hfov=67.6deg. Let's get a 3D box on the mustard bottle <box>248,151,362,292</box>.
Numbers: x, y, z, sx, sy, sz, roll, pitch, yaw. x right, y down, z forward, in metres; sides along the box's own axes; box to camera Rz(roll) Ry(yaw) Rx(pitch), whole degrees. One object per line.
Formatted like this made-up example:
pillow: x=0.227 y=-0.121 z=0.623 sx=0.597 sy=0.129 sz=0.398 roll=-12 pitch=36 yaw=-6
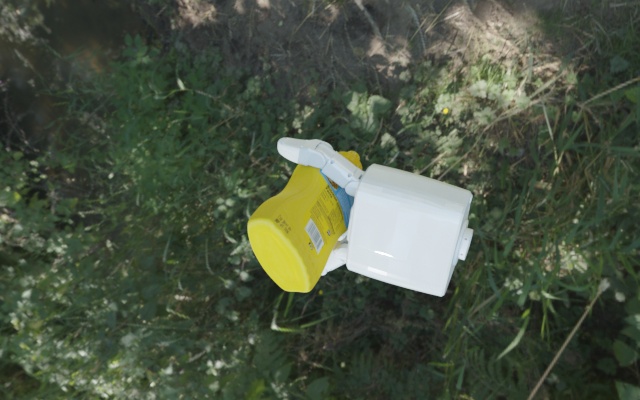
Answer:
mustard bottle: x=0.000 y=0.002 z=0.523 sx=0.058 sy=0.096 sz=0.191 roll=-6 pitch=33 yaw=36
